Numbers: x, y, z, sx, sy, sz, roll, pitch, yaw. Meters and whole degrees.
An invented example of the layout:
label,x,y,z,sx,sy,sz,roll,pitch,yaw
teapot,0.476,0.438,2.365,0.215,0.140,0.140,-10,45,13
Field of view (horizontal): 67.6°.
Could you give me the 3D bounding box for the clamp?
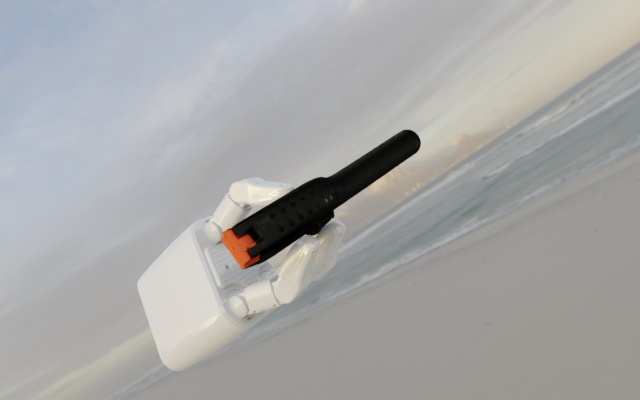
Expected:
label,x,y,z,sx,sy,sz,roll,pitch,yaw
clamp,-0.001,0.001,0.406,0.164,0.036,0.210,-42,-8,27
